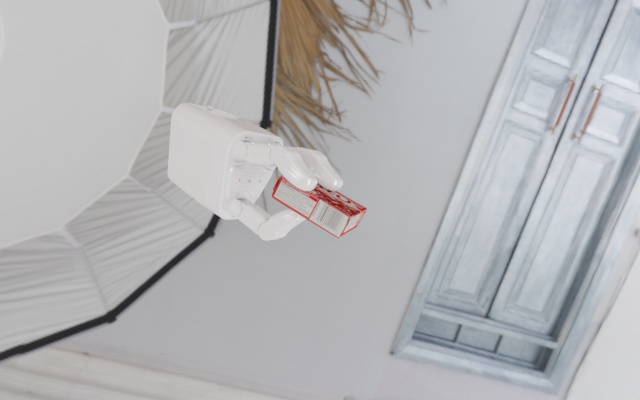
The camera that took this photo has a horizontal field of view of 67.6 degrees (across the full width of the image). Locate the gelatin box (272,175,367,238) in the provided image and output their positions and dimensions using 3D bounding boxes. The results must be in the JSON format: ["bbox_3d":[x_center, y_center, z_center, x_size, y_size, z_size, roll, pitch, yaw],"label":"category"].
[{"bbox_3d":[0.000,0.002,0.526,0.089,0.030,0.073,31,14,14],"label":"gelatin box"}]
